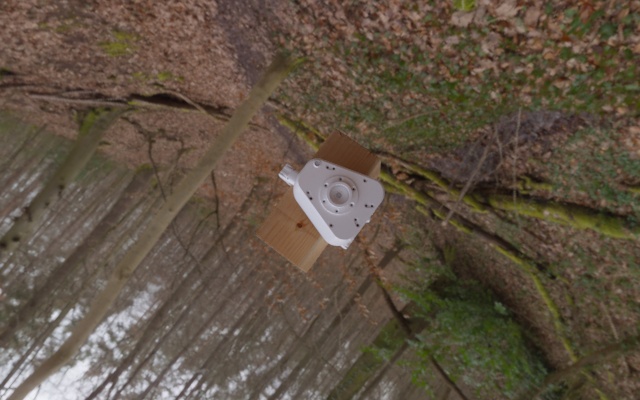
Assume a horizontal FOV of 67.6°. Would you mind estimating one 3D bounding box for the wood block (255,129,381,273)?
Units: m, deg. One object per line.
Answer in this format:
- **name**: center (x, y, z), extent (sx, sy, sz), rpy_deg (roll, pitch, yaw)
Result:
- **wood block**: center (0.000, 0.002, 0.762), extent (0.091, 0.206, 0.090), rpy_deg (36, -6, 12)
